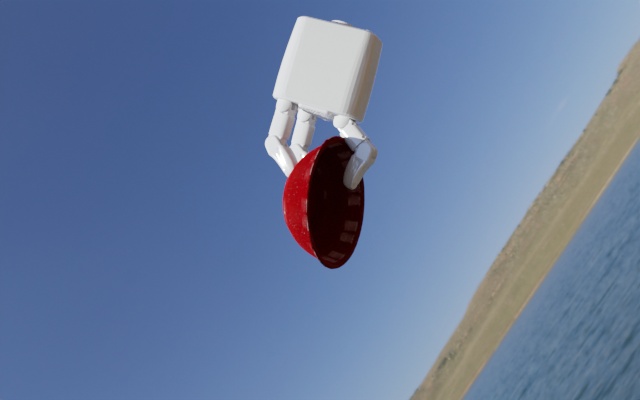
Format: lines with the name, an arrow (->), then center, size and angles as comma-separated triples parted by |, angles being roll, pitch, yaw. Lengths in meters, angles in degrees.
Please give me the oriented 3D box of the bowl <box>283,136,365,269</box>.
bowl -> -0.001, 0.003, 0.592 | 0.055, 0.162, 0.162 | 2, 1, 27
